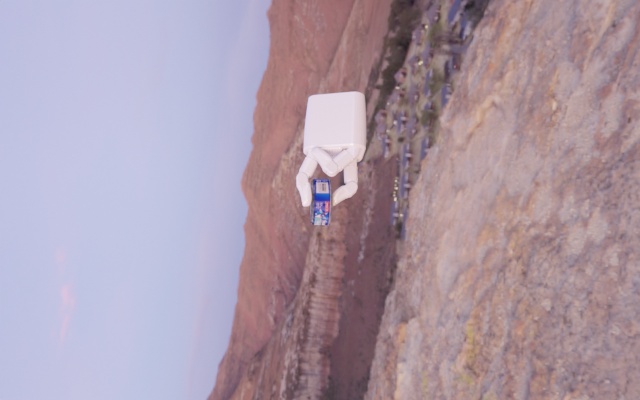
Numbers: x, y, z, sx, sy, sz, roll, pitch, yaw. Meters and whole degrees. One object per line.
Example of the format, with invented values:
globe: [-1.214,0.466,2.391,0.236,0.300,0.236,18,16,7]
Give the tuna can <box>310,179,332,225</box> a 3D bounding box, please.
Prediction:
tuna can: [0.000,0.003,0.875,0.034,0.086,0.086,1,0,-4]
